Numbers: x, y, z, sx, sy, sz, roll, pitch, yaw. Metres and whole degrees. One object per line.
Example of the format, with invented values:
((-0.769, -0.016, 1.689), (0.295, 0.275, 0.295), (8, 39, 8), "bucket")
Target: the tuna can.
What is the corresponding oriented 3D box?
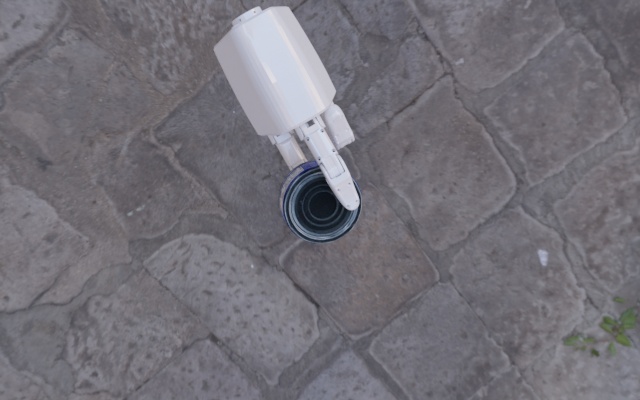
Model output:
((0.000, 0.002, 0.505), (0.086, 0.086, 0.033), (0, 15, -13), "tuna can")
